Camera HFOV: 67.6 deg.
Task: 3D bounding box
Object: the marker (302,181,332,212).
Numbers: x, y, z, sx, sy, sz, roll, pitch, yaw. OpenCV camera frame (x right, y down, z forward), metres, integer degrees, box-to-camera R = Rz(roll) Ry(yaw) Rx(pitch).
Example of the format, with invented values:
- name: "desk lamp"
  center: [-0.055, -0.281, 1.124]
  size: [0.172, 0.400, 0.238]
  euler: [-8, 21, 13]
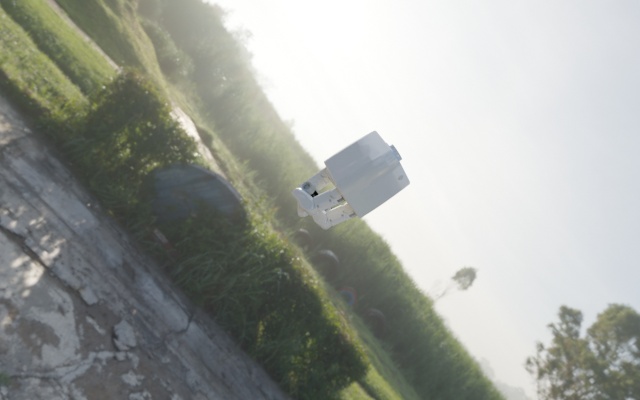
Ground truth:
- name: "marker"
  center: [0.000, 0.003, 0.846]
  size: [0.020, 0.020, 0.121]
  euler: [0, -27, 26]
